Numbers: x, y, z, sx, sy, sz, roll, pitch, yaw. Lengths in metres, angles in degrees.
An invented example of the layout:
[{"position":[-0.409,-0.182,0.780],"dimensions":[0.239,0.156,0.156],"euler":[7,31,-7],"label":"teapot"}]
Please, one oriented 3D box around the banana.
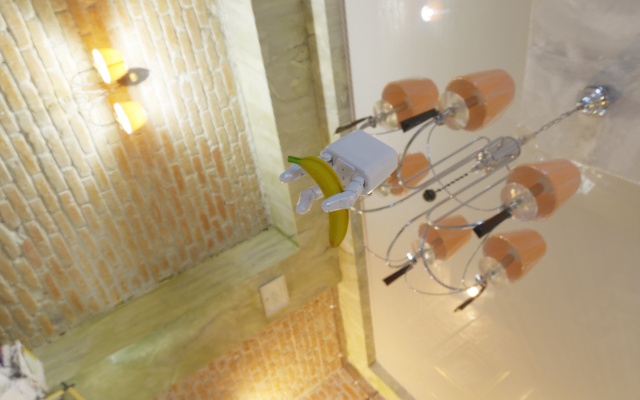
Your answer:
[{"position":[0.014,-0.003,0.845],"dimensions":[0.069,0.198,0.037],"euler":[-11,25,33],"label":"banana"}]
